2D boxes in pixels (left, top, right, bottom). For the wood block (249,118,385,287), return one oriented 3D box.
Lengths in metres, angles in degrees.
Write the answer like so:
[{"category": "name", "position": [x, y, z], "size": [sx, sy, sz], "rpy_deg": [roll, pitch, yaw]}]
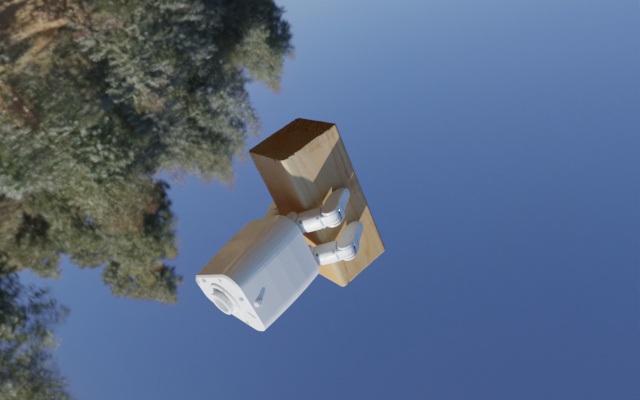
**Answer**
[{"category": "wood block", "position": [0.000, 0.002, 0.649], "size": [0.090, 0.206, 0.091], "rpy_deg": [-38, 32, -23]}]
